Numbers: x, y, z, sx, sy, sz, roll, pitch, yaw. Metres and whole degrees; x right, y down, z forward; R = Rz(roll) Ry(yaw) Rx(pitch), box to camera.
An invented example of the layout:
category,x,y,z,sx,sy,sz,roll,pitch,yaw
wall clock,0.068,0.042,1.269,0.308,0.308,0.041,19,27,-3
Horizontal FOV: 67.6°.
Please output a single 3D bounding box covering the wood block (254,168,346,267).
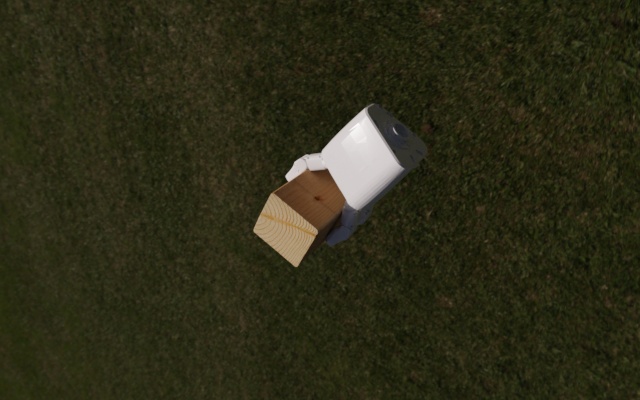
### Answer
category,x,y,z,sx,sy,sz,roll,pitch,yaw
wood block,0.000,0.002,0.770,0.091,0.090,0.206,39,40,11
